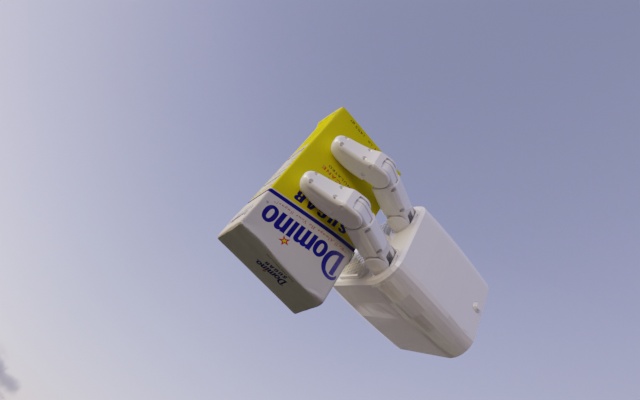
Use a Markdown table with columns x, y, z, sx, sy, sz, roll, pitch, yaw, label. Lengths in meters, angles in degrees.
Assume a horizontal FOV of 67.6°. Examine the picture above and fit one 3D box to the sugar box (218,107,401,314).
| x | y | z | sx | sy | sz | roll | pitch | yaw | label |
| --- | --- | --- | --- | --- | --- | --- | --- | --- | --- |
| 0.001 | 0.001 | 0.421 | 0.048 | 0.093 | 0.176 | -31 | 18 | 45 | sugar box |
